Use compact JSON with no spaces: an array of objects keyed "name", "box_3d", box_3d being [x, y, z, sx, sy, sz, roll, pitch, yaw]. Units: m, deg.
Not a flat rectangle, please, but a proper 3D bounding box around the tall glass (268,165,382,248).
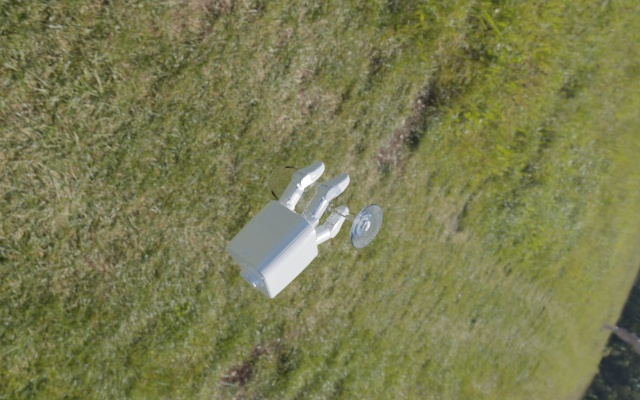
[{"name":"tall glass","box_3d":[0.001,0.003,0.786,0.201,0.079,0.079,28,18,37]}]
